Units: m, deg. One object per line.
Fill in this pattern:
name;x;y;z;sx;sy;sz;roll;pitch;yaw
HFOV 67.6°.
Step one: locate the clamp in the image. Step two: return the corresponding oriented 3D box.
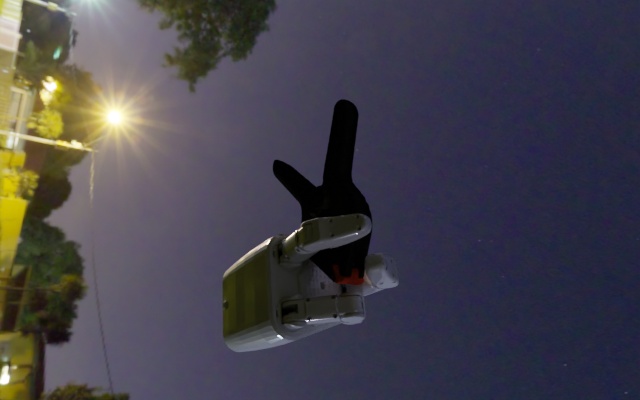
clamp;0.001;0.002;0.456;0.039;0.171;0.120;12;-29;-34
